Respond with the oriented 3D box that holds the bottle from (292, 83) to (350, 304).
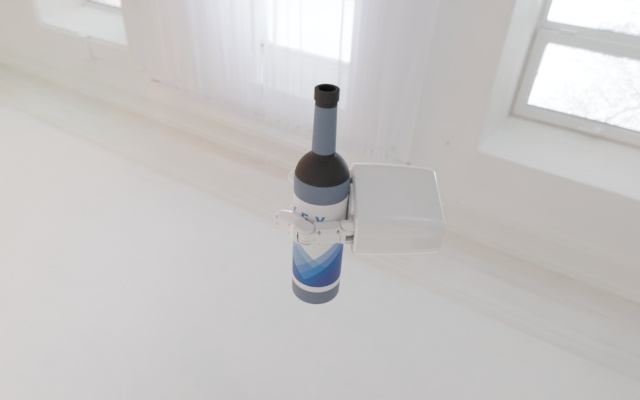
[{"bbox_3d":[0.000,0.002,0.585,0.069,0.296,0.069,2,36,-2],"label":"bottle"}]
